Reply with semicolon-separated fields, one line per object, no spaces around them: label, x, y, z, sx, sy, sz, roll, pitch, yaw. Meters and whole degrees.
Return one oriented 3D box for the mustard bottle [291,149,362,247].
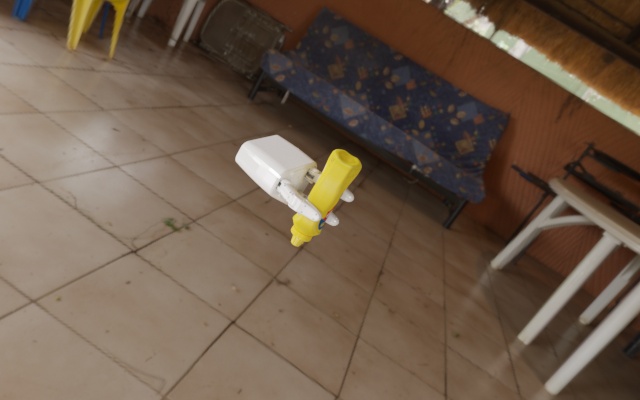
mustard bottle;0.001;0.003;0.855;0.058;0.192;0.096;32;18;0
